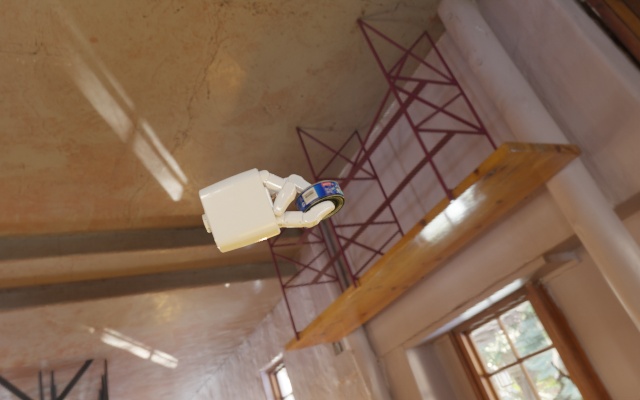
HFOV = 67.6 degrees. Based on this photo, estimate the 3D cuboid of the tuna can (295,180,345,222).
[{"bbox_3d":[0.000,0.003,0.848,0.086,0.033,0.086,-21,-27,-11],"label":"tuna can"}]
